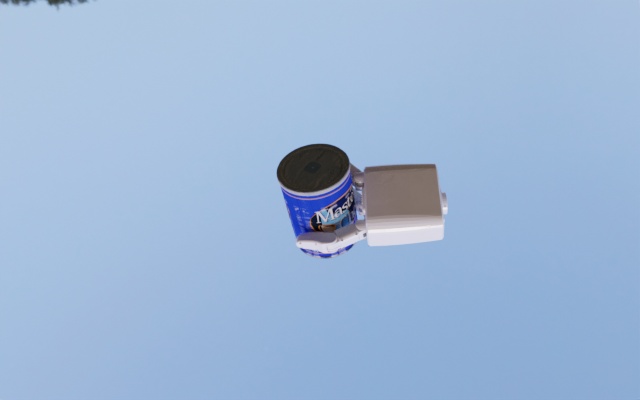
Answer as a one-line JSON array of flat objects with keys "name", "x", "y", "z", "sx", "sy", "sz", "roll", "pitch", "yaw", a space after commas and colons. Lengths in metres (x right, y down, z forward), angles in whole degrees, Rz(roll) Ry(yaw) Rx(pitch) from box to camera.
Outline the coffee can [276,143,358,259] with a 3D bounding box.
[{"name": "coffee can", "x": 0.000, "y": 0.002, "z": 0.703, "sx": 0.103, "sy": 0.102, "sz": 0.140, "roll": 0, "pitch": -44, "yaw": 12}]
